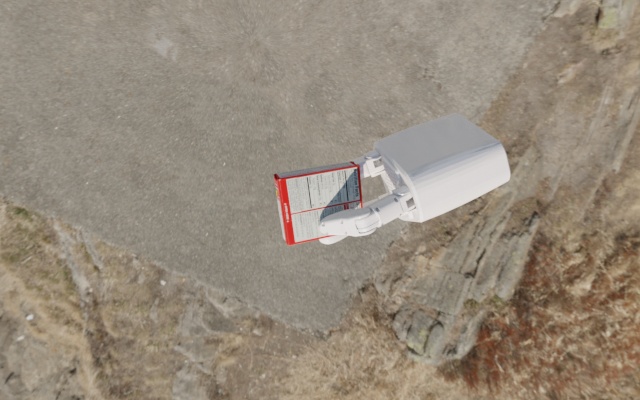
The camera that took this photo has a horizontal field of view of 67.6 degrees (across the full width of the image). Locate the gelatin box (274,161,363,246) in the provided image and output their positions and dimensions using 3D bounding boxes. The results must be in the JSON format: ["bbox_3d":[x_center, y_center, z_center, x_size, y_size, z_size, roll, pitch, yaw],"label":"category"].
[{"bbox_3d":[0.000,0.002,0.506,0.089,0.073,0.030,-11,18,-13],"label":"gelatin box"}]
